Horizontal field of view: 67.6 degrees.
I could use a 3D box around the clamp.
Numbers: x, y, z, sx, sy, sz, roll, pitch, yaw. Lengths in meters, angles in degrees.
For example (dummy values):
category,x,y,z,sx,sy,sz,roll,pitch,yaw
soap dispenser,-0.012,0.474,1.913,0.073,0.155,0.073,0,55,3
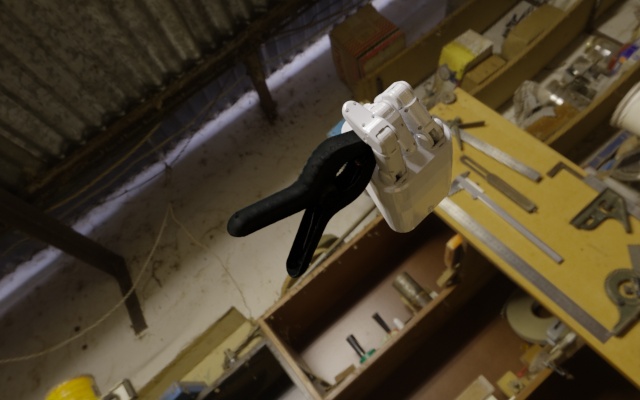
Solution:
category,x,y,z,sx,sy,sz,roll,pitch,yaw
clamp,0.000,0.001,0.469,0.039,0.171,0.120,44,-10,35
